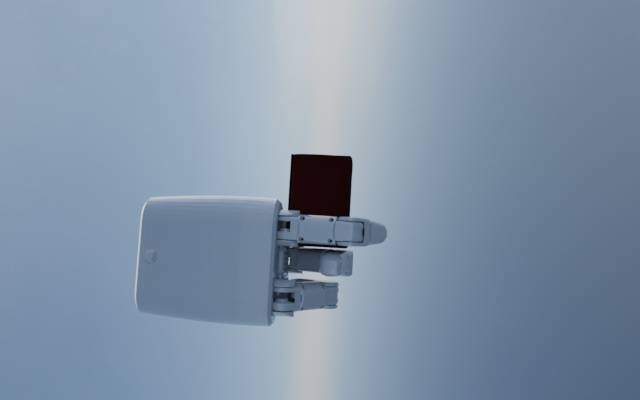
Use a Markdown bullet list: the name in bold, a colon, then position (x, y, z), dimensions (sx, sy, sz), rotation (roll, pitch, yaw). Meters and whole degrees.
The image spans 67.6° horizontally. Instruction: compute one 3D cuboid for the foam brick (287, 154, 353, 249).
- **foam brick**: position (0.000, 0.001, 0.409), dimensions (0.051, 0.078, 0.053), rotation (3, -4, 5)
